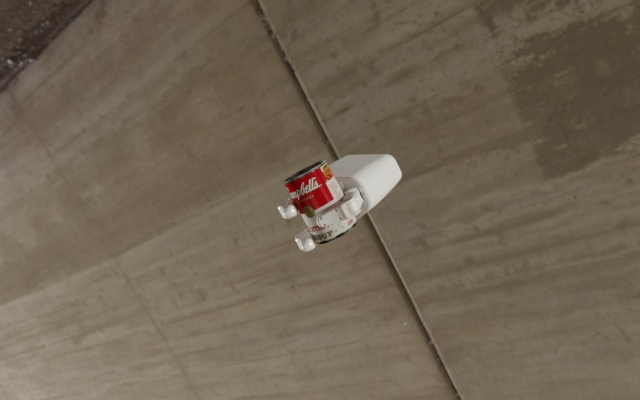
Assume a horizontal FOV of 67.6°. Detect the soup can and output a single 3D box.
[{"bbox_3d":[0.000,0.003,0.681,0.068,0.102,0.068,-27,9,5],"label":"soup can"}]
